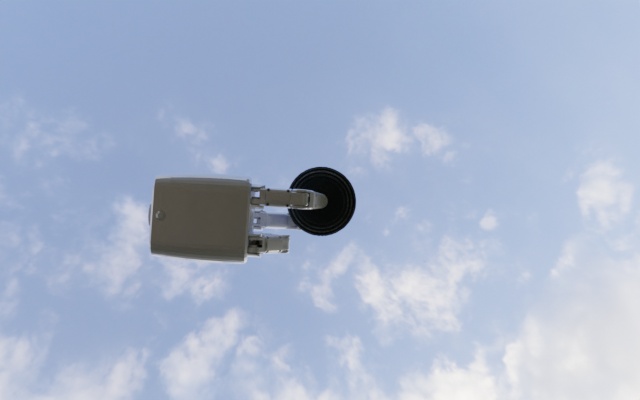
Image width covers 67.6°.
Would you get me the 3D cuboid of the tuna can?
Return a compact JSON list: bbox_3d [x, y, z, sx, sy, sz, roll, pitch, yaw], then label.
[{"bbox_3d":[0.000,0.002,0.601,0.086,0.086,0.034,0,-4,-4],"label":"tuna can"}]
